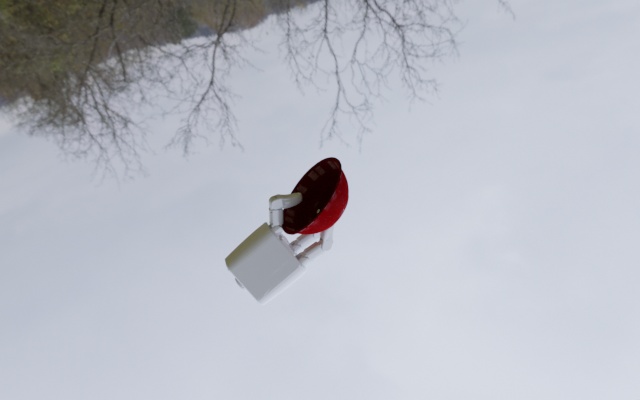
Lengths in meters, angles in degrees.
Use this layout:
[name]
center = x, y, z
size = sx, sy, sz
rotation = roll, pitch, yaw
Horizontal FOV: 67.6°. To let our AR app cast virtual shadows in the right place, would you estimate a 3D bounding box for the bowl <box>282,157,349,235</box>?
[bowl]
center = 0.001, 0.002, 0.859
size = 0.055, 0.162, 0.162
rotation = 34, -16, -25
